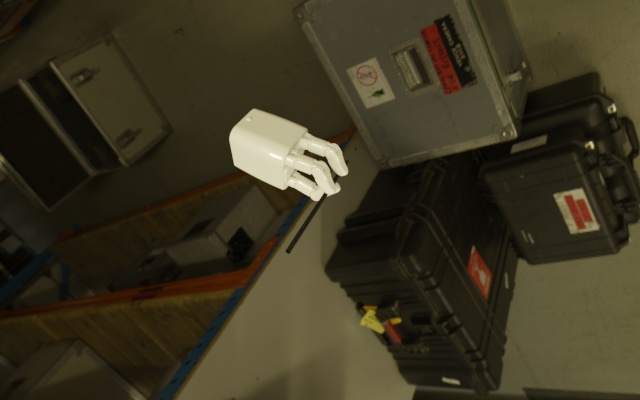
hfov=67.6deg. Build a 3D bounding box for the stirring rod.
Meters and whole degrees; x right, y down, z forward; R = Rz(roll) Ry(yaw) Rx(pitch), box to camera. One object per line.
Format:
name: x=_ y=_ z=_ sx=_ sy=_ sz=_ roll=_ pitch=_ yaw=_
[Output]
stirring rod: x=0.000 y=0.003 z=0.787 sx=0.011 sy=0.011 sz=0.239 roll=0 pitch=38 yaw=31
